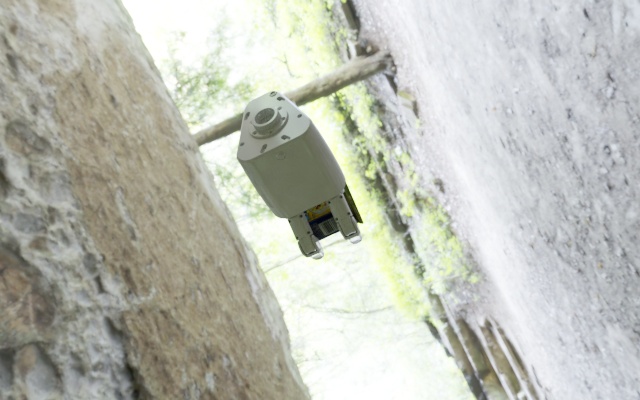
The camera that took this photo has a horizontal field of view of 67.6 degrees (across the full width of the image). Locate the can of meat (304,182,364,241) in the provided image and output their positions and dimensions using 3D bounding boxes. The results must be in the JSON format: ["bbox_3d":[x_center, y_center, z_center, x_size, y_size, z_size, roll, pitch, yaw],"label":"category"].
[{"bbox_3d":[0.000,0.002,0.643,0.084,0.102,0.057,-25,-39,6],"label":"can of meat"}]
